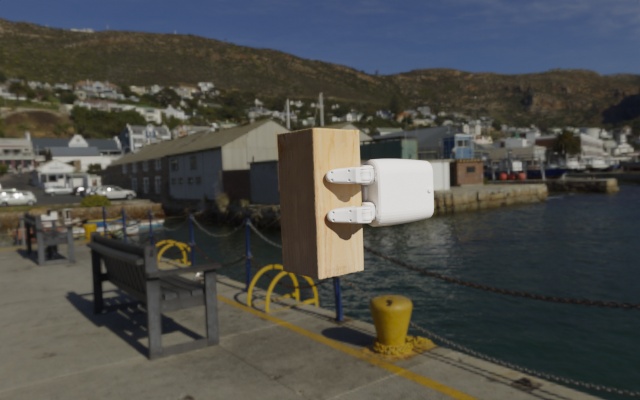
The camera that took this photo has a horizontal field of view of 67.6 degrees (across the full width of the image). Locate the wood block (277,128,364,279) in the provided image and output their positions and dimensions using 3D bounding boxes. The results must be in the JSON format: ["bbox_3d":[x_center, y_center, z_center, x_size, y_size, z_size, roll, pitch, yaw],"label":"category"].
[{"bbox_3d":[0.000,0.002,0.706,0.090,0.206,0.091,-5,4,-39],"label":"wood block"}]
